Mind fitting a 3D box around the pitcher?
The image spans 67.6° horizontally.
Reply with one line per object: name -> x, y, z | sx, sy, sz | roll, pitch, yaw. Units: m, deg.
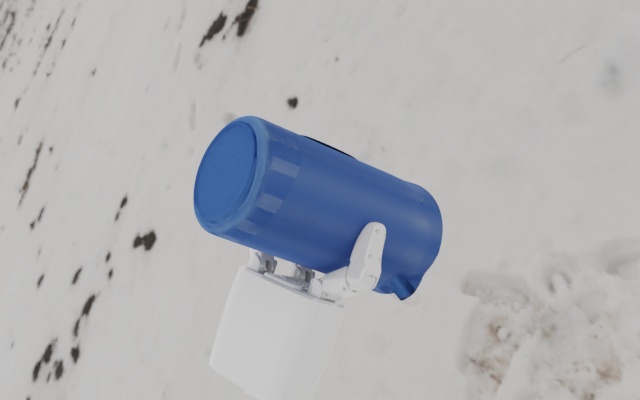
pitcher -> 0.000, 0.002, 0.485 | 0.243, 0.145, 0.149 | 22, -5, -40
